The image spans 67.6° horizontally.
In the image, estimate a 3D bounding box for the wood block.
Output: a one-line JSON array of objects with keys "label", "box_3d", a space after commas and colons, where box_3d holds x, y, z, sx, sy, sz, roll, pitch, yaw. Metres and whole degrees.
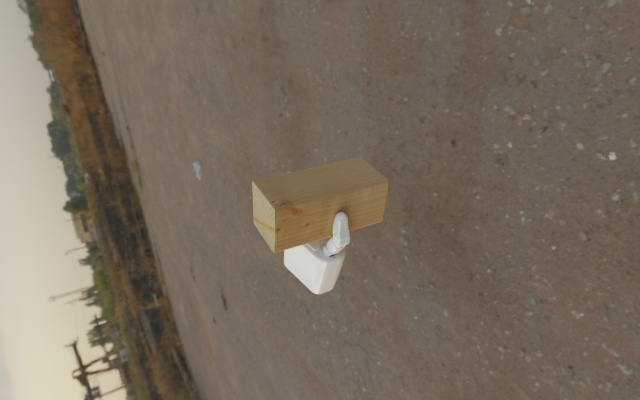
[{"label": "wood block", "box_3d": [0.000, 0.003, 0.798, 0.206, 0.090, 0.090, -15, 40, -25]}]
